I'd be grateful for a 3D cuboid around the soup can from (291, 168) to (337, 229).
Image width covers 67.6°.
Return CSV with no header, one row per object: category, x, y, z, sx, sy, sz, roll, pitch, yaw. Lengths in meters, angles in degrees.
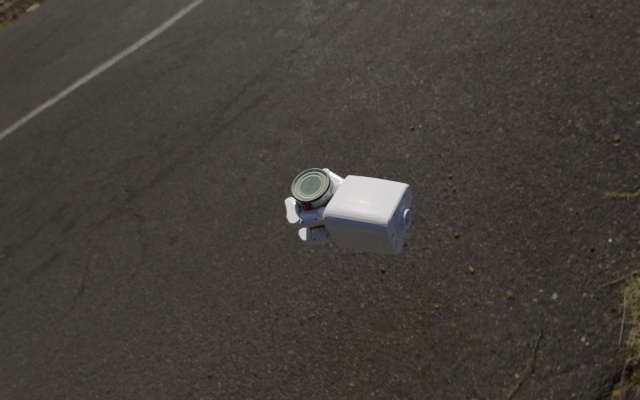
soup can,0.000,0.002,0.796,0.068,0.068,0.102,0,-33,23
